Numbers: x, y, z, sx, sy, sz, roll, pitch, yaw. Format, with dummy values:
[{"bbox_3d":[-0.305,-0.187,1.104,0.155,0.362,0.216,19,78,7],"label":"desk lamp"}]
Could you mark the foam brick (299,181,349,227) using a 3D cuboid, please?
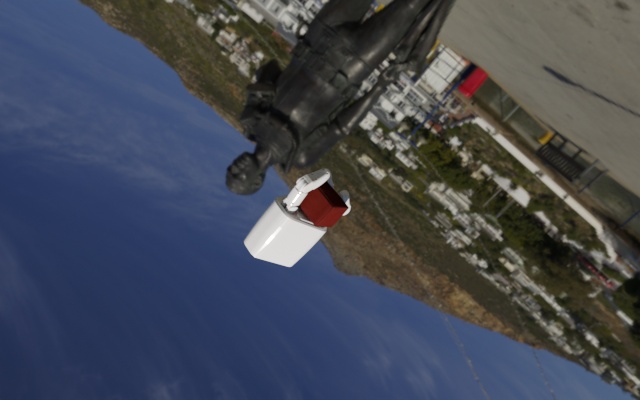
[{"bbox_3d":[0.000,0.003,0.836,0.053,0.051,0.078,9,37,-55],"label":"foam brick"}]
